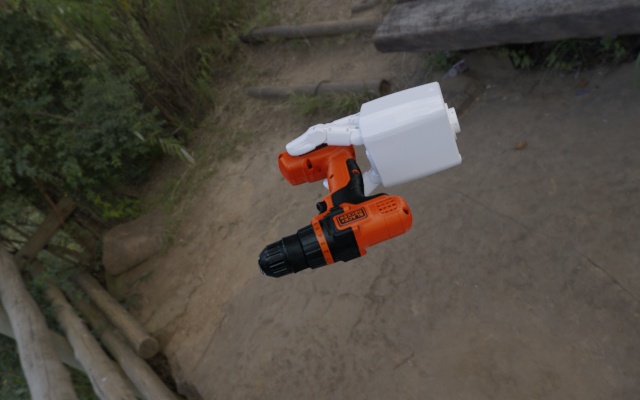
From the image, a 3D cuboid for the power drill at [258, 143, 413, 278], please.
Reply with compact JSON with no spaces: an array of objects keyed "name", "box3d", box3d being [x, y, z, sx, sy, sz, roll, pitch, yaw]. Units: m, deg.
[{"name":"power drill","box3d":[0.000,0.002,0.599,0.184,0.057,0.187,-19,44,-2]}]
